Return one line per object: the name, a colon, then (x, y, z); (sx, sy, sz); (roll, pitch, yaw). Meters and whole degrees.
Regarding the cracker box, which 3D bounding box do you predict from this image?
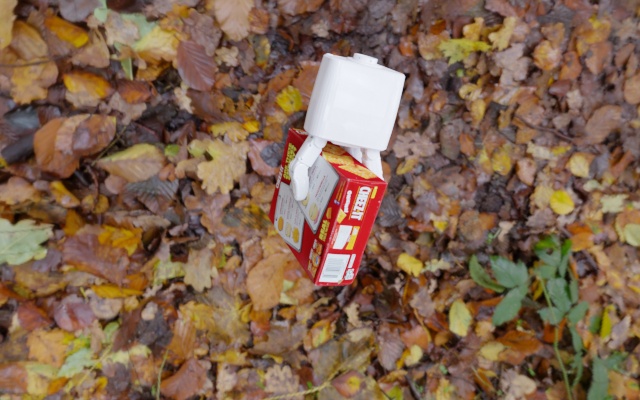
cracker box: (0.000, 0.002, 0.725); (0.072, 0.164, 0.213); (5, 23, -28)
